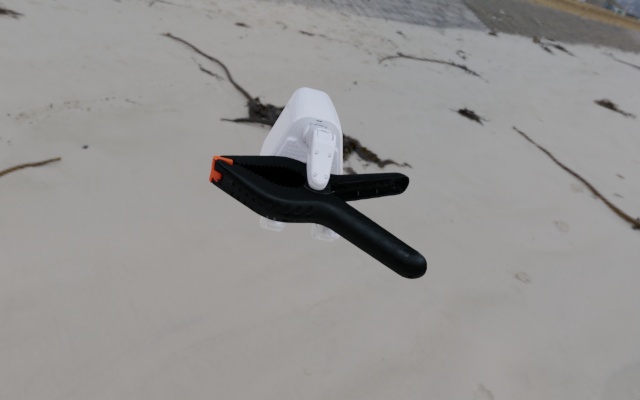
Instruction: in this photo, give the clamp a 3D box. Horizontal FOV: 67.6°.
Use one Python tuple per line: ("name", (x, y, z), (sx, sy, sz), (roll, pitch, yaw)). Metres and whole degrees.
("clamp", (0.000, 0.001, 0.446), (0.210, 0.036, 0.164), (11, 30, -10))
